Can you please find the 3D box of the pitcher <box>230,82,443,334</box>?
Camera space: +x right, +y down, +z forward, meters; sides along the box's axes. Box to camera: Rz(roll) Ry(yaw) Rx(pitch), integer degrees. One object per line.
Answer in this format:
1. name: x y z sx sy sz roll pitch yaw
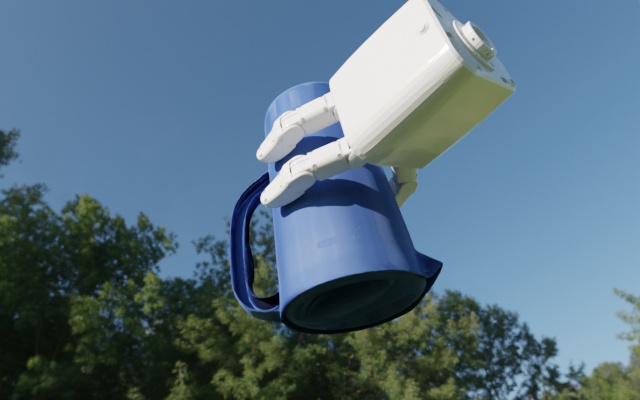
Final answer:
1. pitcher: 0.000 0.001 0.477 0.149 0.242 0.145 15 -43 -35
